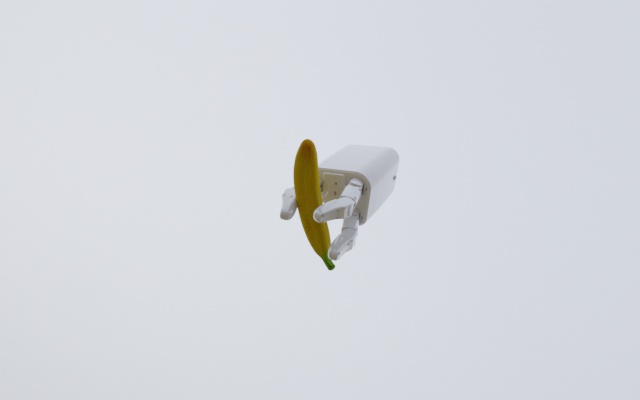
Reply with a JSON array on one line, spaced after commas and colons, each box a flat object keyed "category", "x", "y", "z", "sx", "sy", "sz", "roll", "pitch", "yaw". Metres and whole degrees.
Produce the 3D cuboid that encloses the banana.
[{"category": "banana", "x": -0.009, "y": 0.001, "z": 0.690, "sx": 0.037, "sy": 0.198, "sz": 0.069, "roll": -24, "pitch": 25, "yaw": -27}]
